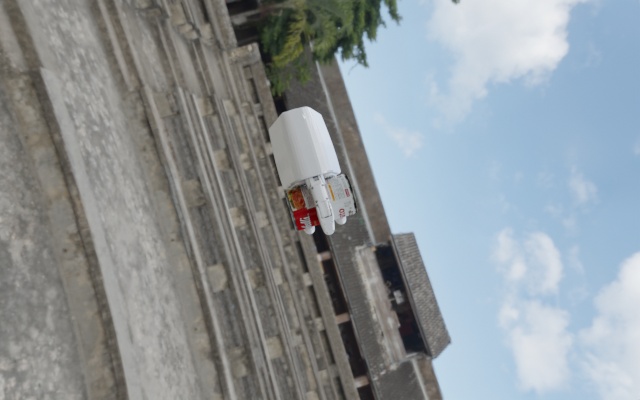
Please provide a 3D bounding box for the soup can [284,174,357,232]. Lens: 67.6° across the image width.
[{"bbox_3d":[0.001,0.003,0.757,0.102,0.068,0.068,-16,1,-4],"label":"soup can"}]
